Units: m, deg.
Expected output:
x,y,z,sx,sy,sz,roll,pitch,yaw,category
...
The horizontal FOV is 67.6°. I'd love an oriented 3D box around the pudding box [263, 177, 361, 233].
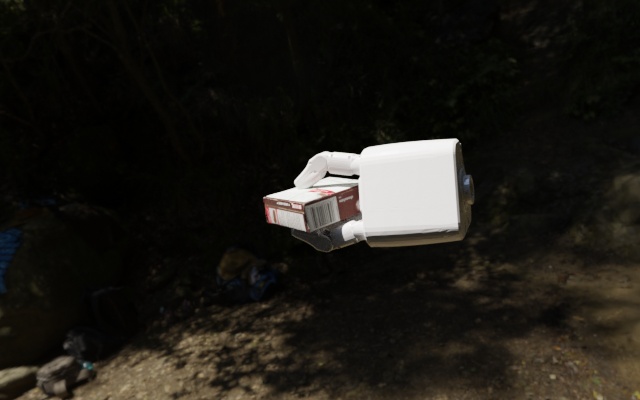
x,y,z,sx,sy,sz,roll,pitch,yaw,category
0.000,0.002,0.594,0.113,0.039,0.090,-17,15,-36,pudding box
